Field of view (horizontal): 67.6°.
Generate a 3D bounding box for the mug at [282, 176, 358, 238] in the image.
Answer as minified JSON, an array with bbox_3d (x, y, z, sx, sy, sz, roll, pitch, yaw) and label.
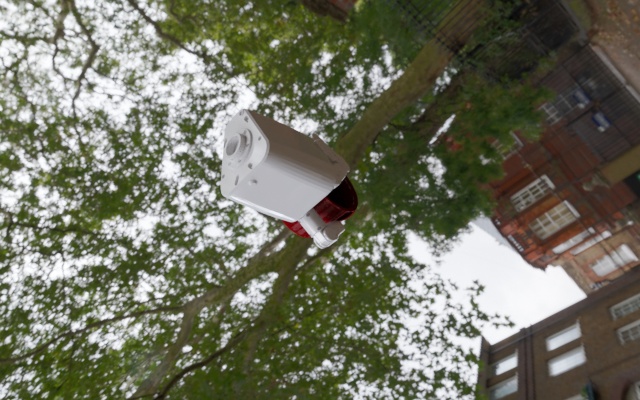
[{"bbox_3d":[0.001,0.003,0.676,0.117,0.093,0.081,22,-51,-41],"label":"mug"}]
